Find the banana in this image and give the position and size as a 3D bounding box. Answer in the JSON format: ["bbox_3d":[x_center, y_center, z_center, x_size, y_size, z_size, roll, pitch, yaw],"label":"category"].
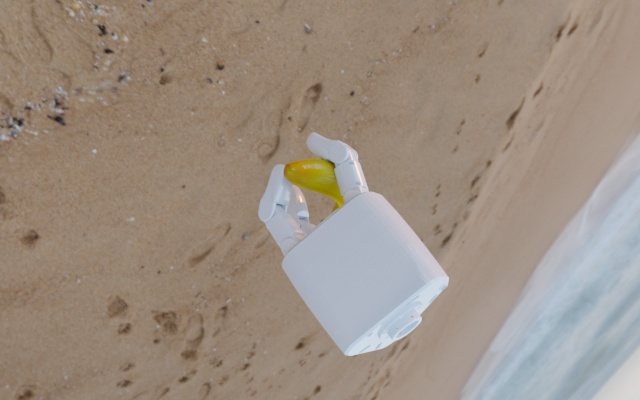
[{"bbox_3d":[0.017,-0.006,0.535,0.069,0.037,0.198,-30,-23,1],"label":"banana"}]
